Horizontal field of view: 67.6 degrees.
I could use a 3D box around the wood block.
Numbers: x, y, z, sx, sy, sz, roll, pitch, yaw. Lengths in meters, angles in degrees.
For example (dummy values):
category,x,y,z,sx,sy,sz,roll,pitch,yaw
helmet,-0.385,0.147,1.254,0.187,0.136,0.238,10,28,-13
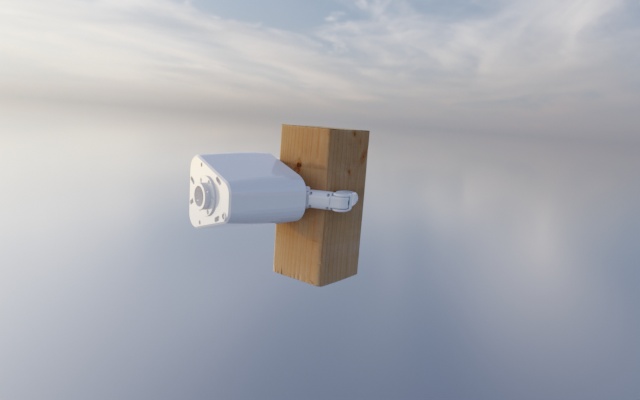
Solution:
category,x,y,z,sx,sy,sz,roll,pitch,yaw
wood block,0.000,0.002,0.664,0.091,0.206,0.090,12,12,38
